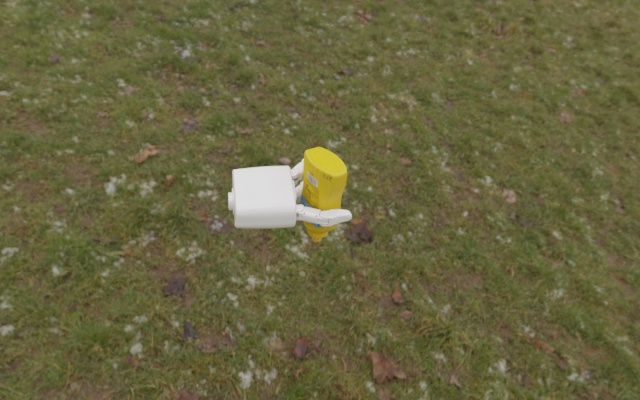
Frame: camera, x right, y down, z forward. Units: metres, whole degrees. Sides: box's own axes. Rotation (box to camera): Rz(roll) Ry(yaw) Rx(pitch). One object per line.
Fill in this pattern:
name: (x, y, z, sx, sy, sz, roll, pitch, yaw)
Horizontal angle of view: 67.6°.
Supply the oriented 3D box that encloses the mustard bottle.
mustard bottle: (0.000, 0.003, 0.898, 0.058, 0.192, 0.096, -20, 45, -31)
